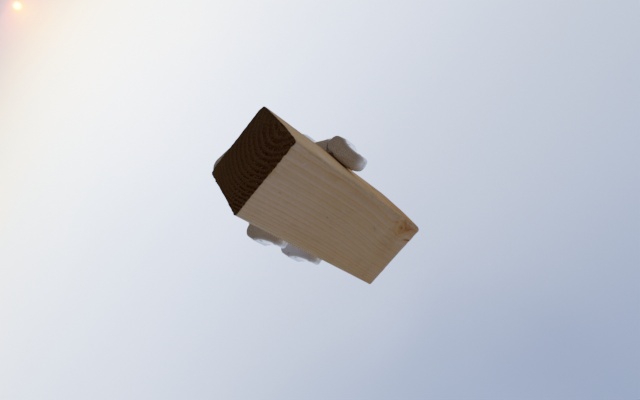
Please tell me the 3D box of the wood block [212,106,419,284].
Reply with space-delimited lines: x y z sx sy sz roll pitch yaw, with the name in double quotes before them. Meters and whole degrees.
"wood block" 0.000 0.001 0.516 0.206 0.091 0.090 32 12 -40
